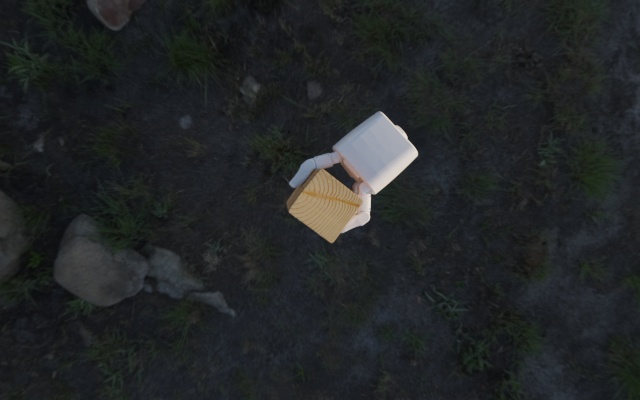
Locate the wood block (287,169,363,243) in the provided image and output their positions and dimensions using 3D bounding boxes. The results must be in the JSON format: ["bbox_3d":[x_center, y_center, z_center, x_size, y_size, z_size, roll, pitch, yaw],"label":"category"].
[{"bbox_3d":[0.000,0.002,0.864,0.091,0.090,0.206,37,0,-6],"label":"wood block"}]
